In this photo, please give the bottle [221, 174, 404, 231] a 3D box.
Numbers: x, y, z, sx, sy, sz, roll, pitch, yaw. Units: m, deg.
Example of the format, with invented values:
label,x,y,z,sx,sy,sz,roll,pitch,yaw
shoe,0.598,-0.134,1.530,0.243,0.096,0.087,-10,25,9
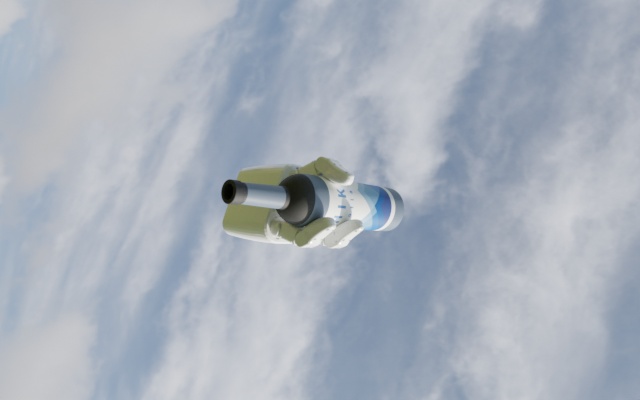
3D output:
label,x,y,z,sx,sy,sz,roll,pitch,yaw
bottle,0.000,0.002,0.626,0.069,0.069,0.296,0,-5,43
